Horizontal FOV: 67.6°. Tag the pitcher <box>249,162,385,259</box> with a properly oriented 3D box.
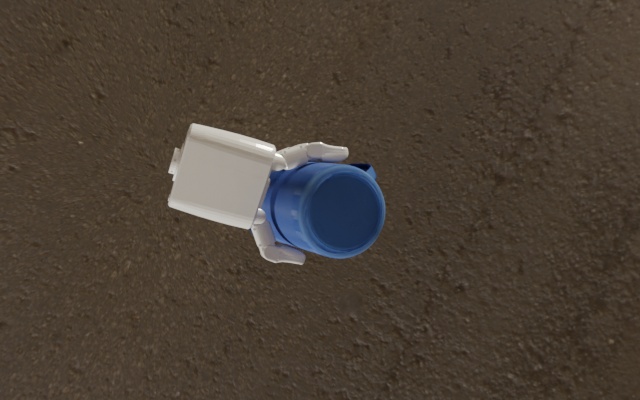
[{"bbox_3d":[0.000,0.002,0.651,0.145,0.149,0.243,16,-2,-18],"label":"pitcher"}]
